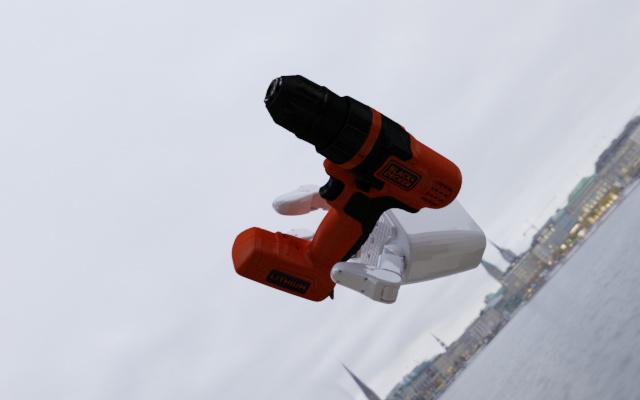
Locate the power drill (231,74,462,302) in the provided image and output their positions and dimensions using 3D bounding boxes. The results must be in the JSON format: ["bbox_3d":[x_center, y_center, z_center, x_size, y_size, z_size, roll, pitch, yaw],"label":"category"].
[{"bbox_3d":[0.000,0.002,0.409,0.184,0.057,0.188,26,-56,-25],"label":"power drill"}]
